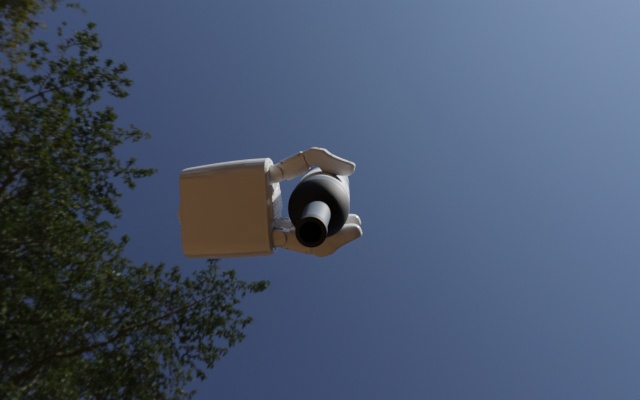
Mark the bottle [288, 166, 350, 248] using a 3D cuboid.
[{"bbox_3d":[0.000,0.002,0.550,0.069,0.069,0.295,0,10,3],"label":"bottle"}]
